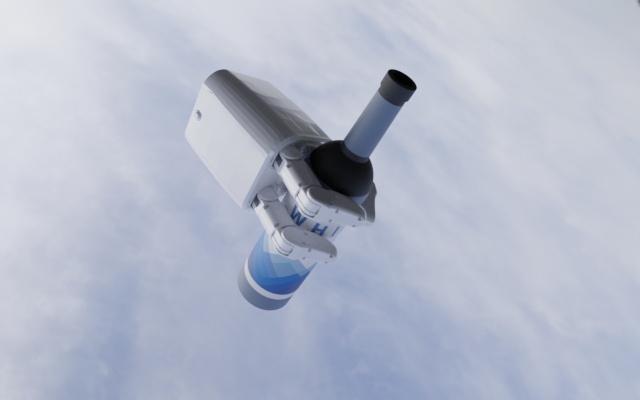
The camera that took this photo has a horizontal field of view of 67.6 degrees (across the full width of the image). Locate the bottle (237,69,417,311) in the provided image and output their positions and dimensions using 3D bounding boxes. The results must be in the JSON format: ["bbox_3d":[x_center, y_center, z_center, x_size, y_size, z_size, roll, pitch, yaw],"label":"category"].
[{"bbox_3d":[0.000,0.002,0.467,0.069,0.069,0.296,0,-42,-36],"label":"bottle"}]
